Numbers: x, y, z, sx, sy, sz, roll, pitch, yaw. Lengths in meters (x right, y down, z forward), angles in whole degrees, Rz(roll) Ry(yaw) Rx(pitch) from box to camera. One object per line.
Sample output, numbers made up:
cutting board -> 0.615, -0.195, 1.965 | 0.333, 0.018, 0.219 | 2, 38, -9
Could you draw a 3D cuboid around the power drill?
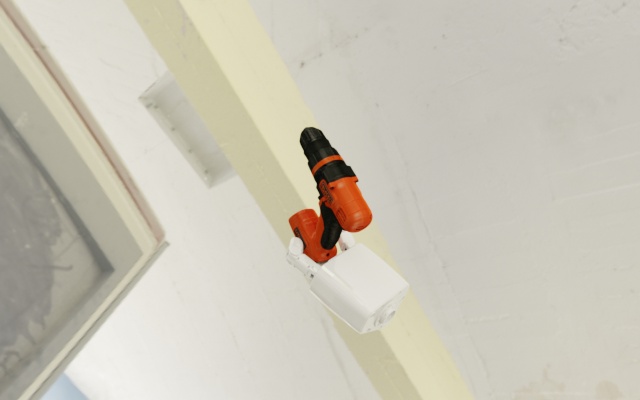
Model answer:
power drill -> 0.000, 0.003, 0.751 | 0.057, 0.184, 0.188 | -14, -29, -24
